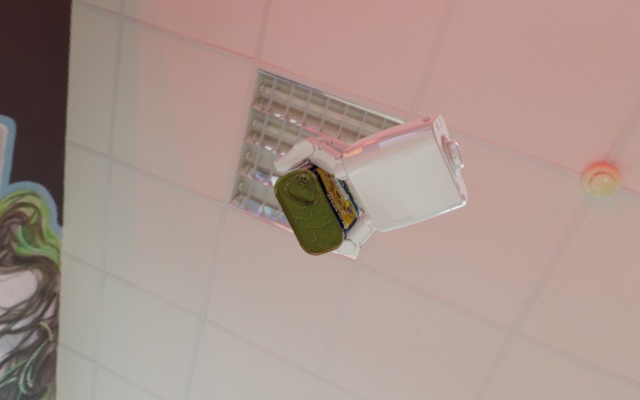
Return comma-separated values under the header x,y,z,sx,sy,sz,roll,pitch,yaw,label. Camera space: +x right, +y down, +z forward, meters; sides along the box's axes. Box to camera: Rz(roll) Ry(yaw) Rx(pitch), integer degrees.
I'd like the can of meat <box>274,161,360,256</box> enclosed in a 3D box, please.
x,y,z,sx,sy,sz,roll,pitch,yaw,label
0.000,0.002,0.576,0.057,0.102,0.084,-22,9,26,can of meat
